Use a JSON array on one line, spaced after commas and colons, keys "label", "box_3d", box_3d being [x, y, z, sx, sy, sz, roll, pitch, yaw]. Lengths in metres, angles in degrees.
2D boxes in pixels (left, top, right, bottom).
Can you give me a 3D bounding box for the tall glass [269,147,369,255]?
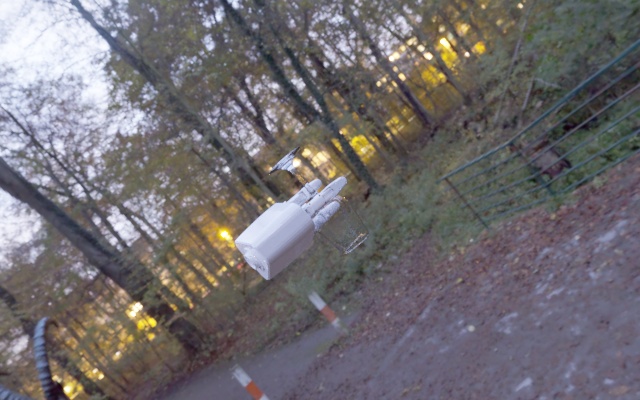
[{"label": "tall glass", "box_3d": [0.000, 0.002, 0.860, 0.079, 0.201, 0.079, -41, 1, 1]}]
